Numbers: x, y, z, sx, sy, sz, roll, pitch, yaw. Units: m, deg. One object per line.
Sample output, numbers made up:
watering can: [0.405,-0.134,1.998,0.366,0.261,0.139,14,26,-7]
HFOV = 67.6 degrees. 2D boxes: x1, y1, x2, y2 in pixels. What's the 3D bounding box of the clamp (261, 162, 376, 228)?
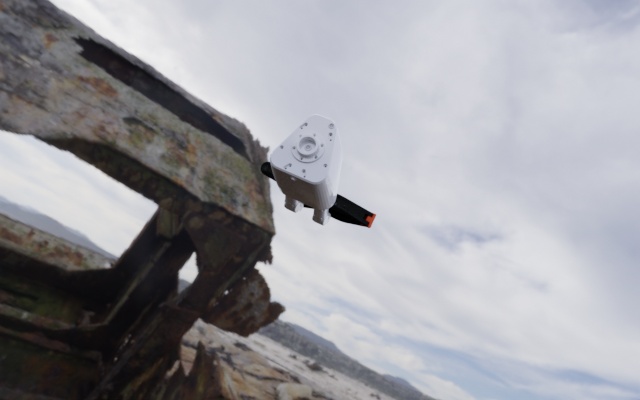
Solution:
clamp: [0.001,0.002,0.872,0.210,0.036,0.165,23,-14,13]
